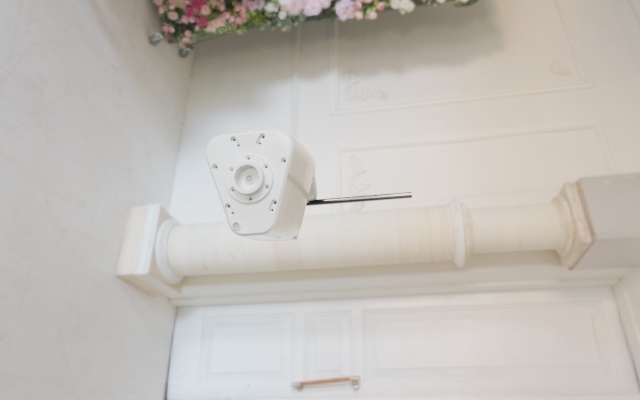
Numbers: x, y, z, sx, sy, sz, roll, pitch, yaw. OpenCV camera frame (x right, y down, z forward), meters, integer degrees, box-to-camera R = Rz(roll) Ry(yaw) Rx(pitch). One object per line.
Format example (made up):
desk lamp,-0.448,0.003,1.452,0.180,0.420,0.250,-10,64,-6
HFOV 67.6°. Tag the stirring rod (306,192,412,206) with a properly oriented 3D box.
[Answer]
stirring rod,0.000,0.002,0.638,0.239,0.011,0.011,-5,-1,9
